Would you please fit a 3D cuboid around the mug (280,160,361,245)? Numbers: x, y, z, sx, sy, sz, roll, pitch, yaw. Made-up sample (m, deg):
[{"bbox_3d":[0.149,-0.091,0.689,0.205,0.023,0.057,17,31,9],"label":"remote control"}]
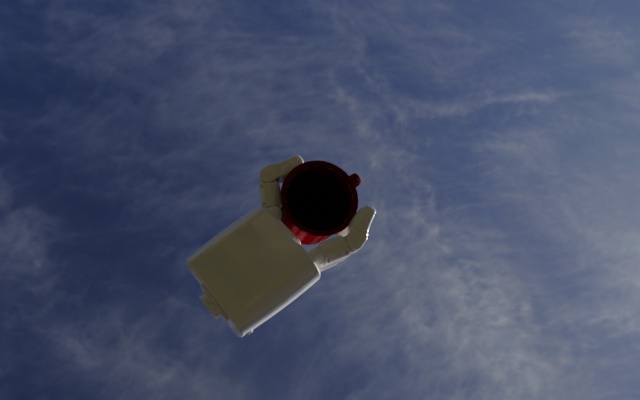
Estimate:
[{"bbox_3d":[0.001,0.001,0.598,0.117,0.093,0.081,-34,-7,-21],"label":"mug"}]
